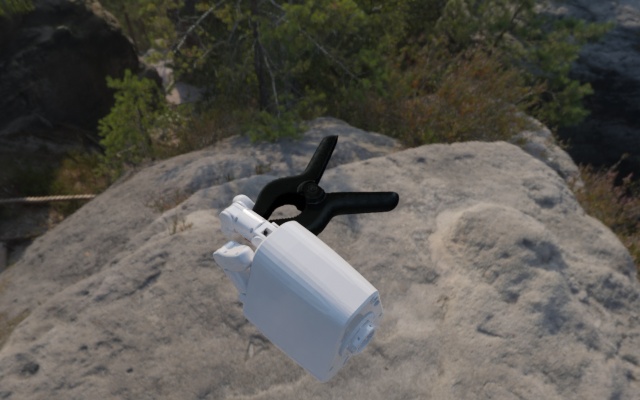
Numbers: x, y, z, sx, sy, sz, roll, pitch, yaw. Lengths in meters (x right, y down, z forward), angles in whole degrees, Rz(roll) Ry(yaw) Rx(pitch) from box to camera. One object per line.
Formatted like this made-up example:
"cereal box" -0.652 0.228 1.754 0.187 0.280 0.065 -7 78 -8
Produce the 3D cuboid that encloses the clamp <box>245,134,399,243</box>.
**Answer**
"clamp" 0.000 0.001 0.514 0.120 0.039 0.171 36 58 24
